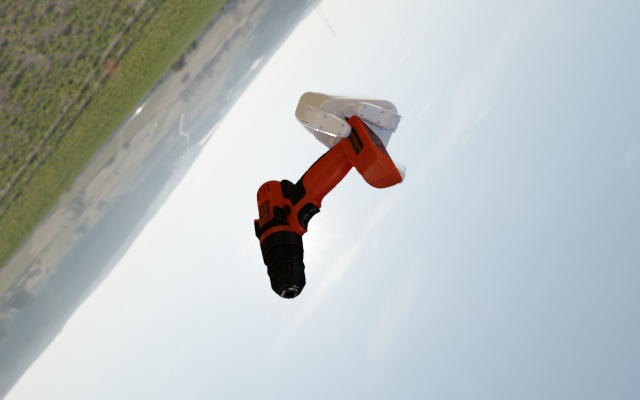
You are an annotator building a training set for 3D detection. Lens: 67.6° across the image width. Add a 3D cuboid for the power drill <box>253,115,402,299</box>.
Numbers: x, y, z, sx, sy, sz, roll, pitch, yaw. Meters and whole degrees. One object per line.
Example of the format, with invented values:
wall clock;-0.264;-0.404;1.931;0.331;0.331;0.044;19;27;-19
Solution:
power drill;0.000;0.001;0.555;0.188;0.184;0.057;-38;-51;18
